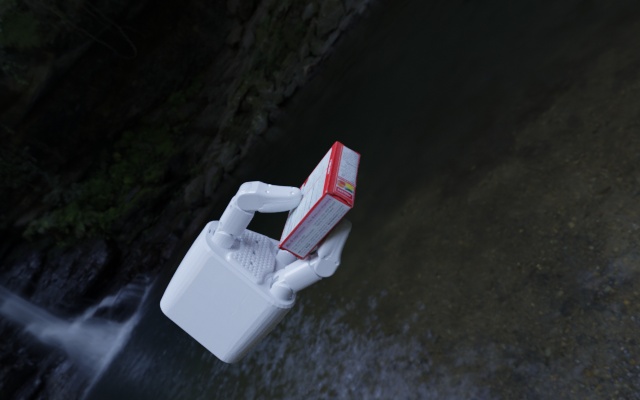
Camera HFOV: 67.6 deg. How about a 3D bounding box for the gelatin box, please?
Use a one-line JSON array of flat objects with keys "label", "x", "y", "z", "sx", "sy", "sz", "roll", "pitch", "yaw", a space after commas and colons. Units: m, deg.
[{"label": "gelatin box", "x": 0.000, "y": 0.001, "z": 0.438, "sx": 0.030, "sy": 0.073, "sz": 0.089, "roll": 28, "pitch": -50, "yaw": -14}]
